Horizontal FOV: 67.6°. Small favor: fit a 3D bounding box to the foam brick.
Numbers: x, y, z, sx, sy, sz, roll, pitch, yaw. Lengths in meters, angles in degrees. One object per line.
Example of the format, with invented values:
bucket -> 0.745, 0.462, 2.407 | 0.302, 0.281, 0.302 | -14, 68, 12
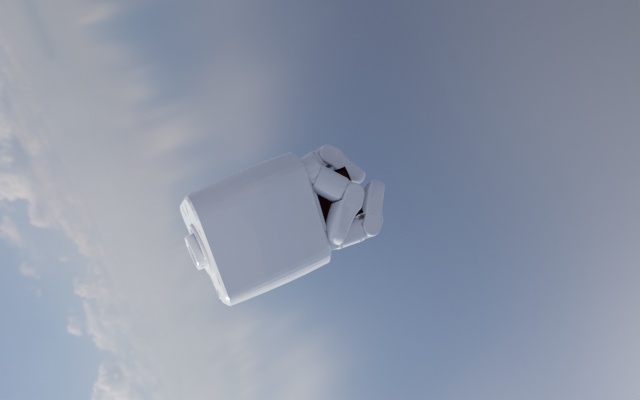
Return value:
foam brick -> 0.000, 0.002, 0.505 | 0.051, 0.053, 0.078 | -23, 1, -21
